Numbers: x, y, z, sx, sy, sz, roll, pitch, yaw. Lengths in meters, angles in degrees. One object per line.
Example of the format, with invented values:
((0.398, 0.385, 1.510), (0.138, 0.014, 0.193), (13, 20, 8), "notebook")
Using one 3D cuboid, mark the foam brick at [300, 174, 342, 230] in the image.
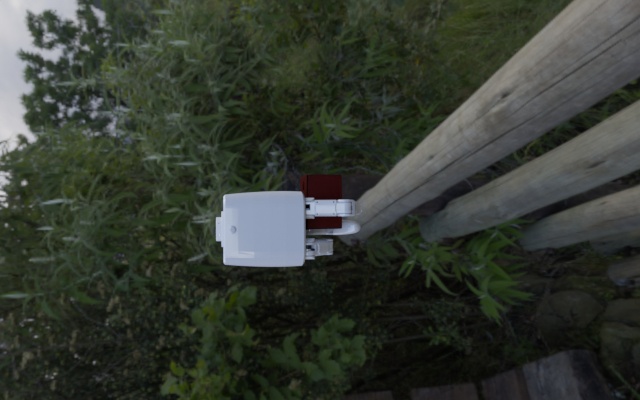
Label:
((0.000, 0.002, 0.679), (0.051, 0.078, 0.053), (0, -2, -11), "foam brick")
